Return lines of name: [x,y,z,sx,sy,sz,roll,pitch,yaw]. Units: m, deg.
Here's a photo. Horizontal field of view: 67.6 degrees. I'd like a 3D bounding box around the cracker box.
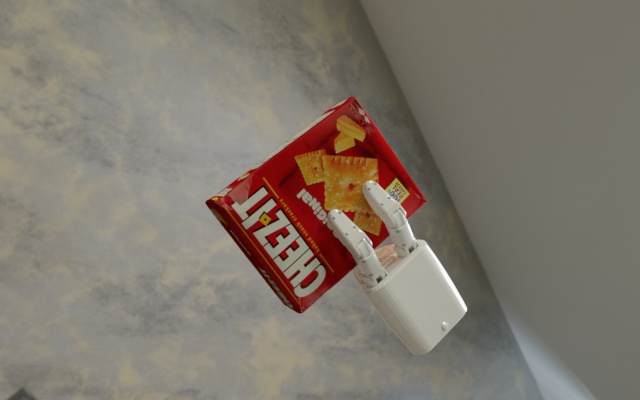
cracker box: [0.000,0.002,0.576,0.213,0.164,0.072,-40,12,-18]
